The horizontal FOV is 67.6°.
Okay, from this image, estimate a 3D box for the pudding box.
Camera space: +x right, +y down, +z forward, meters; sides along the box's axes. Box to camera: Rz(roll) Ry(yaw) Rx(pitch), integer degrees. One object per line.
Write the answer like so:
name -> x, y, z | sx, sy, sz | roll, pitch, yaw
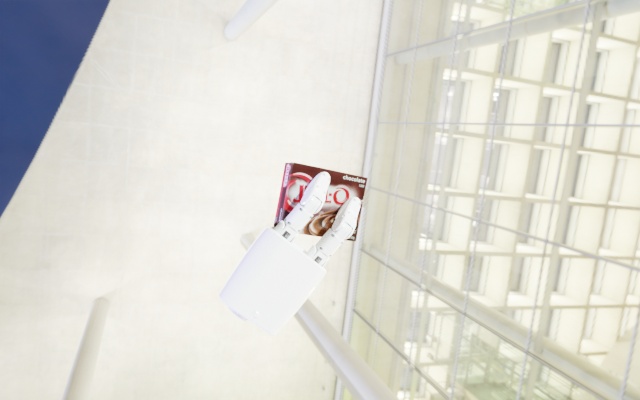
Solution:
pudding box -> 0.000, 0.002, 0.642 | 0.113, 0.090, 0.039 | 10, 2, -23
